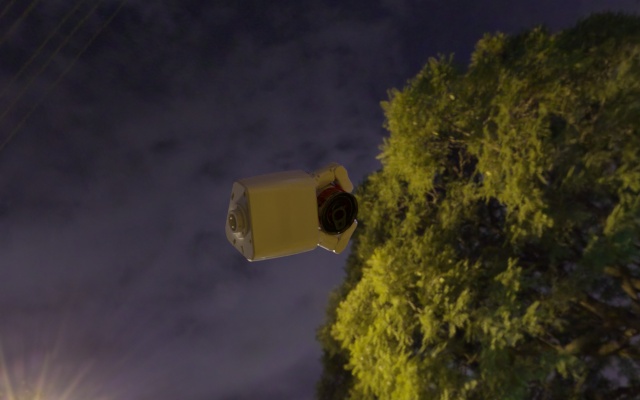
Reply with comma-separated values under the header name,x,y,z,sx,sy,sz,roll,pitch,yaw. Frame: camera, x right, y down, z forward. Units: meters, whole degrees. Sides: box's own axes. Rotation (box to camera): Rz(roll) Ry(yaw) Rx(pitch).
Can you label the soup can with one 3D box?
name,x,y,z,sx,sy,sz,roll,pitch,yaw
soup can,0.000,0.002,0.736,0.068,0.068,0.102,0,20,-37
